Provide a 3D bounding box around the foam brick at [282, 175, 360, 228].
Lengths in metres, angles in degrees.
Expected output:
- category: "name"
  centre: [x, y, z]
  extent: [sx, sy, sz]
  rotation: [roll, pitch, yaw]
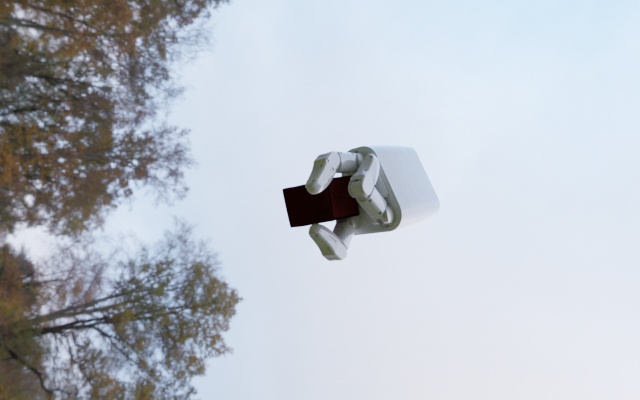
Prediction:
- category: "foam brick"
  centre: [0.000, 0.002, 0.599]
  extent: [0.078, 0.053, 0.051]
  rotation: [-10, 0, 43]
